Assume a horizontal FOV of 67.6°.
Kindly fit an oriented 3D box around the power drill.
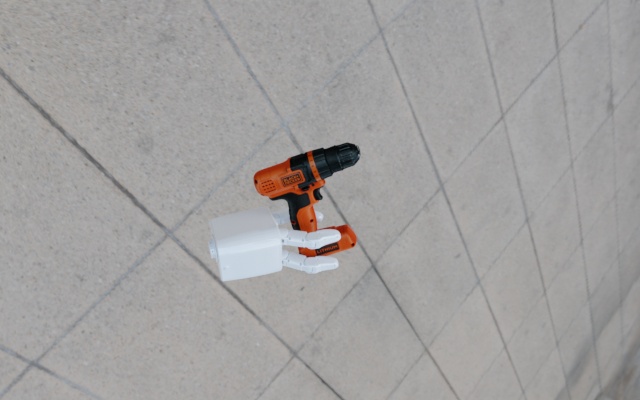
[{"bbox_3d":[0.000,0.003,0.821,0.184,0.188,0.057,-17,25,10],"label":"power drill"}]
